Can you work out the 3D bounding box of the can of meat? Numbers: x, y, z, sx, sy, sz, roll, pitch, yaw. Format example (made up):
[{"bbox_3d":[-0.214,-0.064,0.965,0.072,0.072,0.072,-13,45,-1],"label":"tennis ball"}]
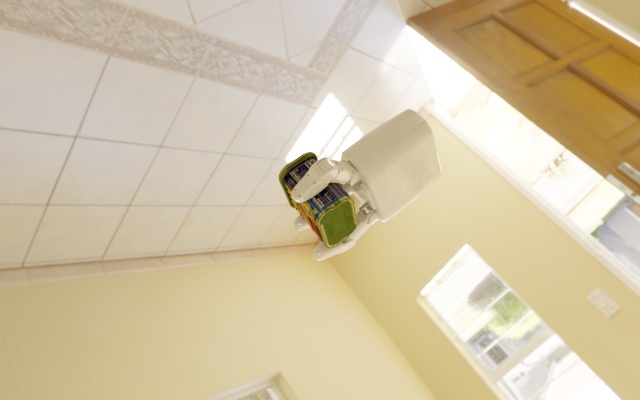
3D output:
[{"bbox_3d":[0.000,0.002,0.598,0.057,0.084,0.102,-35,-28,-10],"label":"can of meat"}]
